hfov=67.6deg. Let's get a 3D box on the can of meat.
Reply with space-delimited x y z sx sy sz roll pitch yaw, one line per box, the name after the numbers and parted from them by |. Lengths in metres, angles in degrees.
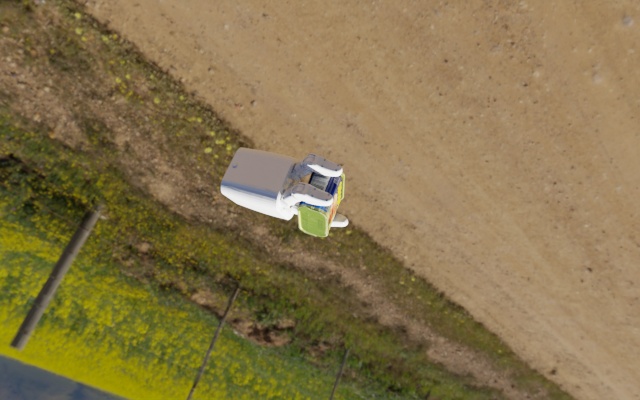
0.000 0.003 0.792 0.057 0.084 0.102 17 -27 9 | can of meat
